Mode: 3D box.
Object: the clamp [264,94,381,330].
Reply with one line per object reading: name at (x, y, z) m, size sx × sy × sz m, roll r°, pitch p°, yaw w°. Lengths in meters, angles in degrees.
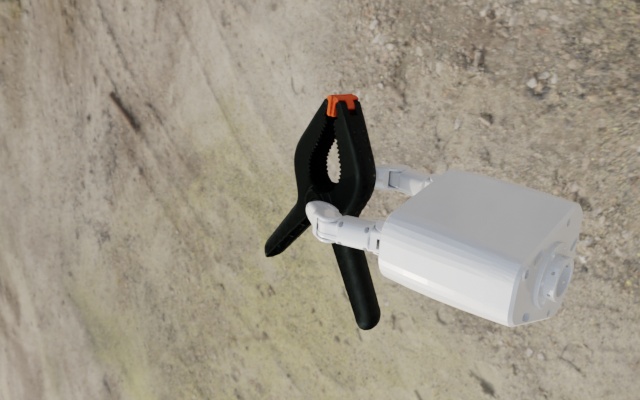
clamp at (0.000, 0.001, 0.463) m, size 0.036 × 0.210 × 0.164 m, roll -14°, pitch 25°, yaw -41°
